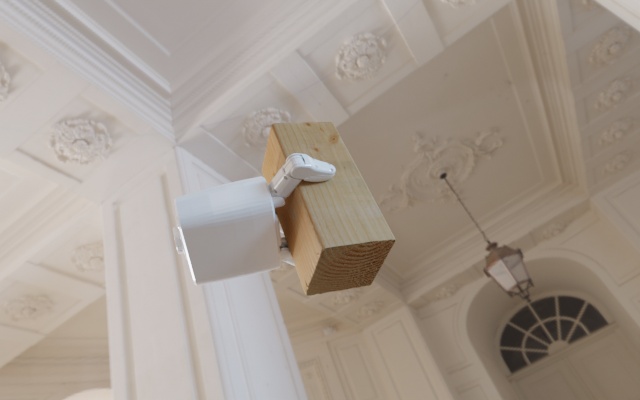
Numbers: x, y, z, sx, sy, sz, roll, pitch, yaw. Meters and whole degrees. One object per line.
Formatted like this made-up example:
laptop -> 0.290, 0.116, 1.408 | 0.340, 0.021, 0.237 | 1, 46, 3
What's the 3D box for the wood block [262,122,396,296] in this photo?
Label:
wood block -> 0.000, 0.002, 0.593 | 0.090, 0.206, 0.091 | -5, -41, -23
